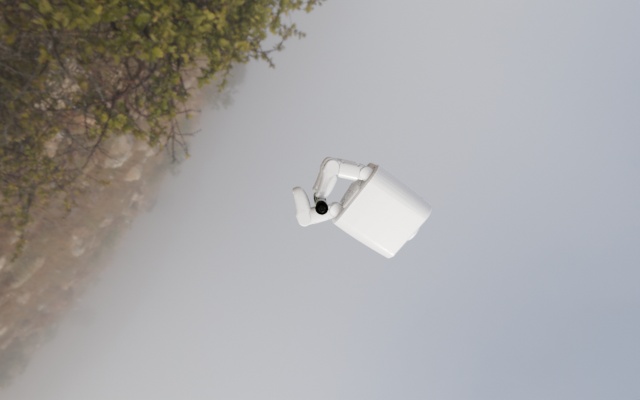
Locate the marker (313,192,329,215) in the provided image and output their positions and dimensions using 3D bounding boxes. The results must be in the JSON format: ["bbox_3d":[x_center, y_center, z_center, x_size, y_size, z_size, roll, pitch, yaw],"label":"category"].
[{"bbox_3d":[0.000,0.002,0.711,0.020,0.020,0.121,0,9,-2],"label":"marker"}]
